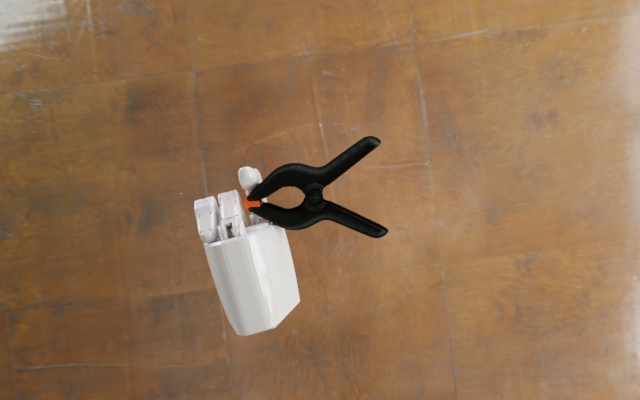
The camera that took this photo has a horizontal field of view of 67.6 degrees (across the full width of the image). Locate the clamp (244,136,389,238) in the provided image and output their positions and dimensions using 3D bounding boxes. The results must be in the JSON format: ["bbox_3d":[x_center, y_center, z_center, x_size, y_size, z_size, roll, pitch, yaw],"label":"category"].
[{"bbox_3d":[0.000,0.002,0.560,0.171,0.120,0.039,-15,5,3],"label":"clamp"}]
